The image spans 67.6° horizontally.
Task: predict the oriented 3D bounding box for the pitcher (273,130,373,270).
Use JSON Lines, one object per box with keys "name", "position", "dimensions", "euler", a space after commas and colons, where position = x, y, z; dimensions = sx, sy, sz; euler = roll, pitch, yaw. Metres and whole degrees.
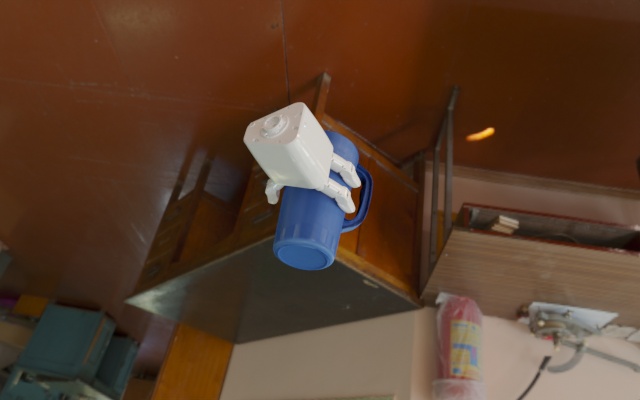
{"name": "pitcher", "position": [0.000, 0.003, 0.879], "dimensions": [0.149, 0.242, 0.145], "euler": [-5, -37, 24]}
